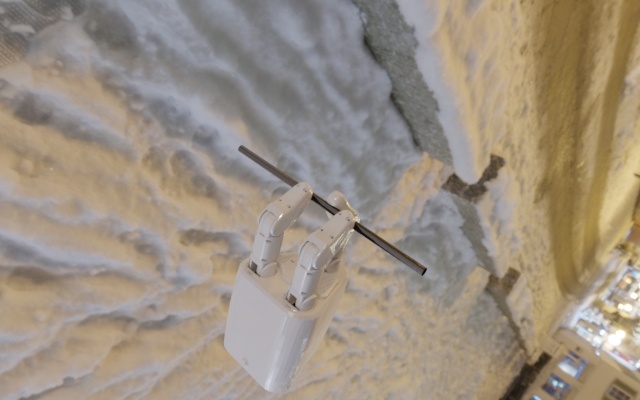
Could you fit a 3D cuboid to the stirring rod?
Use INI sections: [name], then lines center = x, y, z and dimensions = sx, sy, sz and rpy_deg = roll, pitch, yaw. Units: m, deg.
[stirring rod]
center = 0.000, 0.001, 0.457
dimensions = 0.239, 0.011, 0.011
rpy_deg = 34, 19, 30
